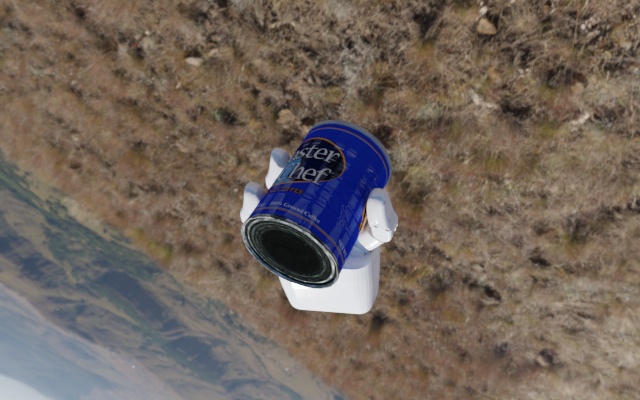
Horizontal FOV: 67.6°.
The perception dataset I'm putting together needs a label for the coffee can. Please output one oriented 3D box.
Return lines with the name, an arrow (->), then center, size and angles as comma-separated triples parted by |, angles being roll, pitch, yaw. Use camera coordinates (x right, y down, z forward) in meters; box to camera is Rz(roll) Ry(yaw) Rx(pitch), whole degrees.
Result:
coffee can -> 0.000, 0.001, 0.481 | 0.103, 0.103, 0.140 | 0, 44, 37
